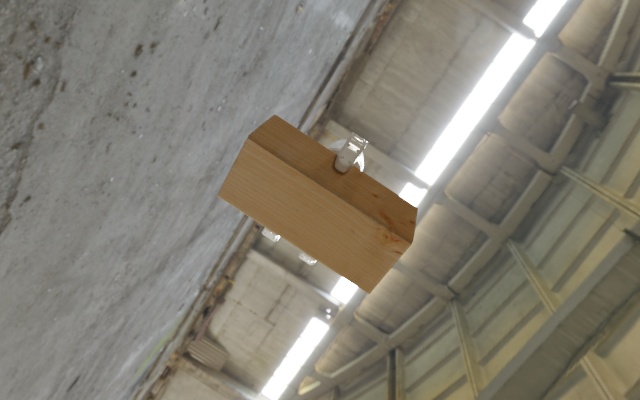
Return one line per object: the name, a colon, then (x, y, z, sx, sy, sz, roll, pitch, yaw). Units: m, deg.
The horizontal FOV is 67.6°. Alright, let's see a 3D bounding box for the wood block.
wood block: (0.000, 0.001, 0.556, 0.206, 0.091, 0.090, 33, 29, -1)
